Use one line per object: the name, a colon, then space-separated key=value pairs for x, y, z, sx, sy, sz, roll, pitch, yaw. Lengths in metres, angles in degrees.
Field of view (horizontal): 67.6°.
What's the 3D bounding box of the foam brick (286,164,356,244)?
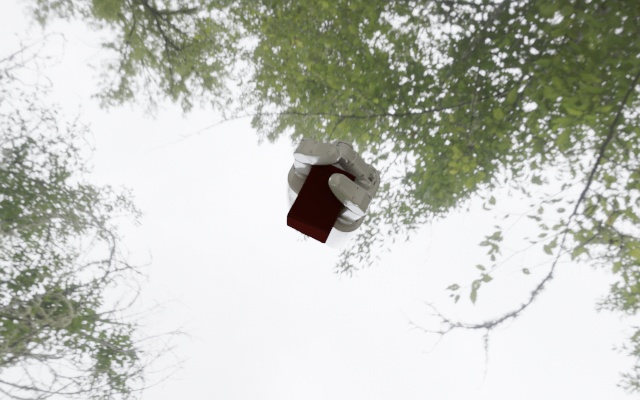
foam brick: x=0.000 y=0.002 z=0.550 sx=0.053 sy=0.078 sz=0.051 roll=26 pitch=-20 yaw=3
